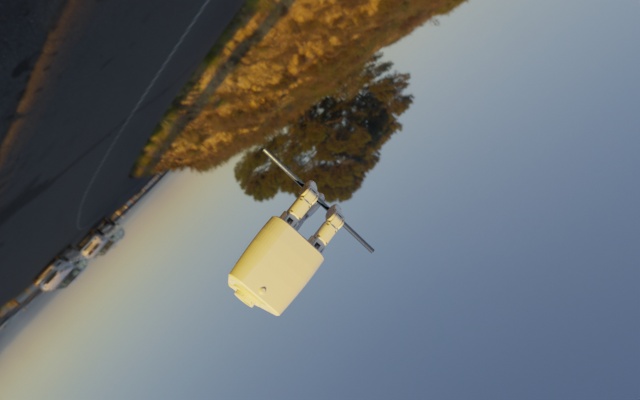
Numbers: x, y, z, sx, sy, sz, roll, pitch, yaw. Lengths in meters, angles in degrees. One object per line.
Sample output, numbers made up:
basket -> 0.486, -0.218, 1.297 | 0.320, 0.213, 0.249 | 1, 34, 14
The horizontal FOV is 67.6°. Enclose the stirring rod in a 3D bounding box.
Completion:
stirring rod -> 0.000, 0.002, 0.747 | 0.239, 0.011, 0.011 | 43, -13, -14
